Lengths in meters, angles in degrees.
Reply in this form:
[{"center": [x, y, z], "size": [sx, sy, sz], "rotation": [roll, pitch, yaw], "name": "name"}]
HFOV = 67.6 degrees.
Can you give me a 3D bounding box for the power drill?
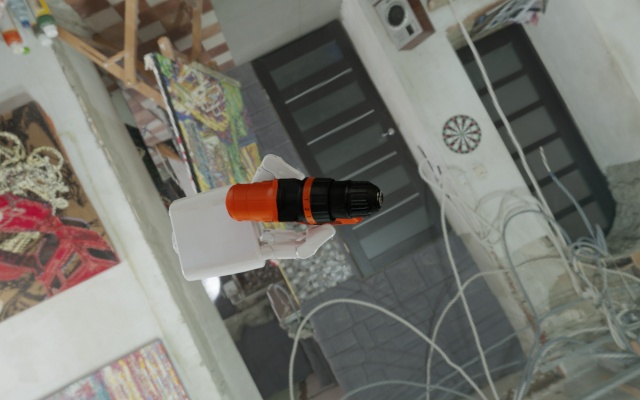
[{"center": [0.000, 0.002, 0.605], "size": [0.184, 0.057, 0.187], "rotation": [0, -4, 18], "name": "power drill"}]
